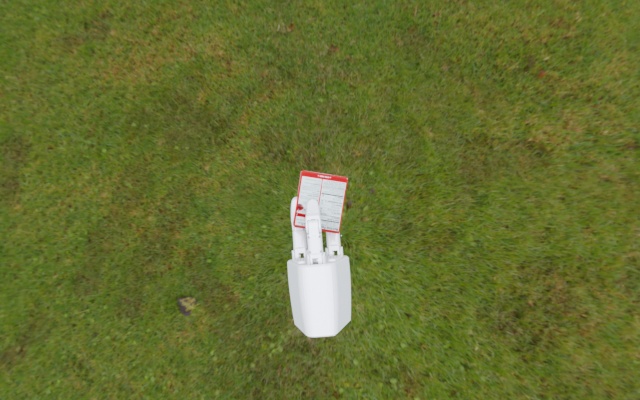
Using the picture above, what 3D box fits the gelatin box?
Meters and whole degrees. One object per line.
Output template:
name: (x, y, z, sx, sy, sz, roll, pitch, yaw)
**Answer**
gelatin box: (0.000, 0.002, 0.741, 0.073, 0.089, 0.030, 9, 4, 1)
